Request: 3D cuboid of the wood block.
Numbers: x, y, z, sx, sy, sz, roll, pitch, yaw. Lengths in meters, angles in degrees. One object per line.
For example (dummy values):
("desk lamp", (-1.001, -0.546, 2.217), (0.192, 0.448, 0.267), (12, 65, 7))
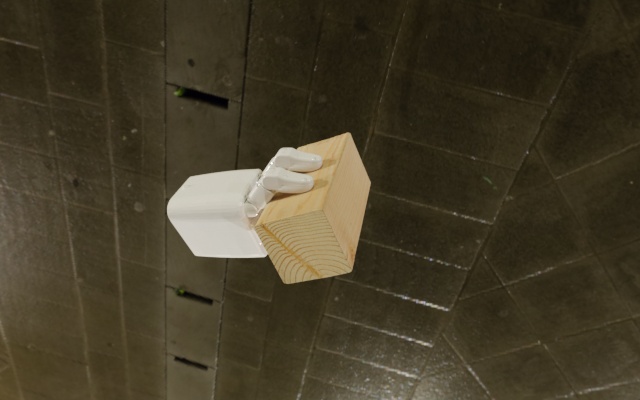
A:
("wood block", (0.000, 0.002, 0.625), (0.090, 0.091, 0.206), (-14, 27, 21))
